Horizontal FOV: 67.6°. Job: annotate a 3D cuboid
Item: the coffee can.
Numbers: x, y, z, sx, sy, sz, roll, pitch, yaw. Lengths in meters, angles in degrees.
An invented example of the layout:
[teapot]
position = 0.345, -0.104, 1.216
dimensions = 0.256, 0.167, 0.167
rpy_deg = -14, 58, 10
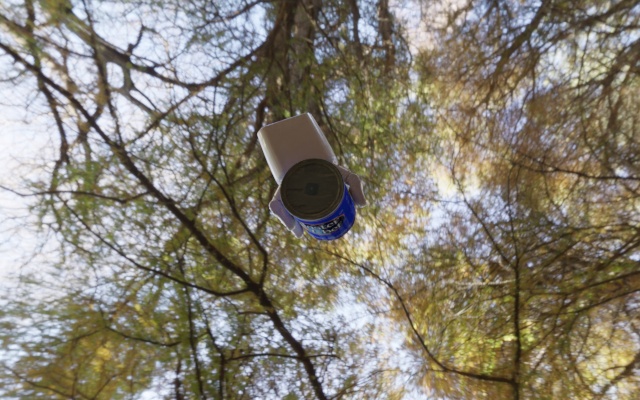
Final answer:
[coffee can]
position = 0.000, 0.003, 0.803
dimensions = 0.103, 0.102, 0.140
rpy_deg = 0, -18, 12
